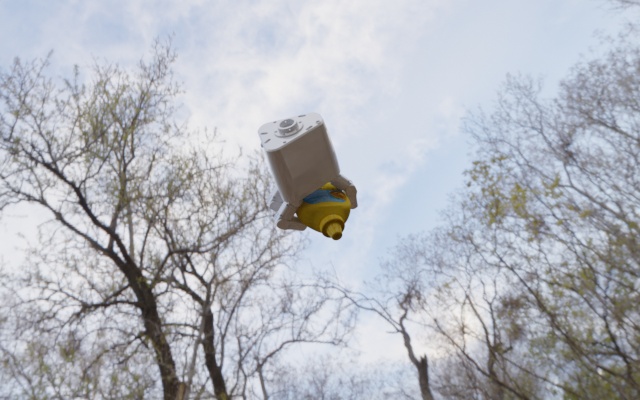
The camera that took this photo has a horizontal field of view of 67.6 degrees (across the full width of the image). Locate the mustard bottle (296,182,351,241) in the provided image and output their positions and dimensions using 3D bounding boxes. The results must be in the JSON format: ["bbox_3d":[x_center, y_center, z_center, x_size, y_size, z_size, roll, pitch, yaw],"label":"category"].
[{"bbox_3d":[0.000,0.003,0.831,0.096,0.058,0.191,-2,35,-19],"label":"mustard bottle"}]
